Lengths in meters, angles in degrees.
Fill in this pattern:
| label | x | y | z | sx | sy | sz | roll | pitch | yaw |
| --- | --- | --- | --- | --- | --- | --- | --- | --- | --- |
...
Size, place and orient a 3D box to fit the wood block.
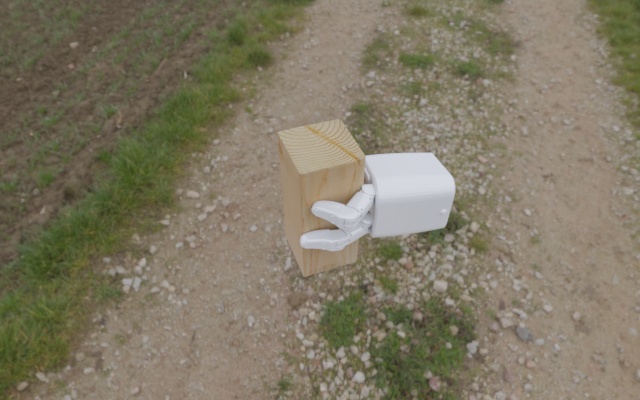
| label | x | y | z | sx | sy | sz | roll | pitch | yaw |
| --- | --- | --- | --- | --- | --- | --- | --- | --- | --- |
| wood block | 0.000 | 0.002 | 0.672 | 0.090 | 0.206 | 0.090 | -15 | 47 | -14 |
